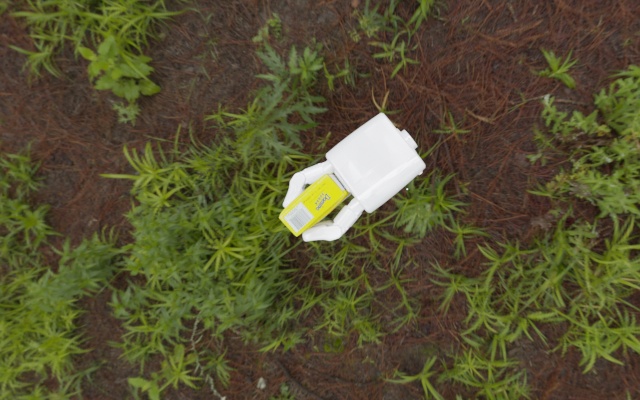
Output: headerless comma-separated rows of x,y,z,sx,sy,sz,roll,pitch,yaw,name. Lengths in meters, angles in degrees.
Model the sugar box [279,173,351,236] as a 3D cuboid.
0.001,0.003,0.739,0.093,0.048,0.176,-41,-6,9,sugar box
